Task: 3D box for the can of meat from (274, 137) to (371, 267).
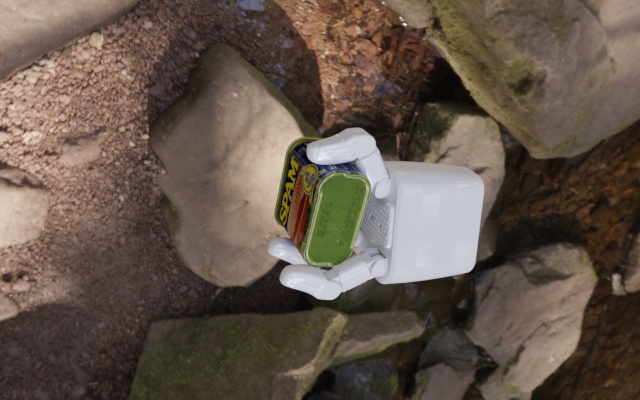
[{"bbox_3d":[0.000,0.002,0.458,0.057,0.102,0.084,2,26,-25],"label":"can of meat"}]
